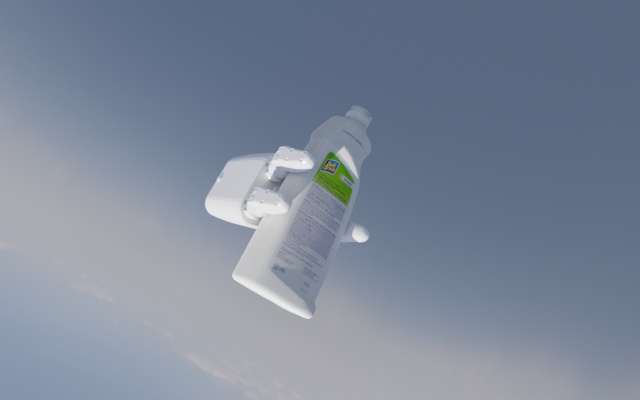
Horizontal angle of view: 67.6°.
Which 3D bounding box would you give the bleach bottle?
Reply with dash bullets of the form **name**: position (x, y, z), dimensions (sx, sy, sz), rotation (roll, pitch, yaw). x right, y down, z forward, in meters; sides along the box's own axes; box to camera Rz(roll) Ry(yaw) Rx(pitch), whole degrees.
- **bleach bottle**: position (0.000, 0.002, 0.562), dimensions (0.103, 0.250, 0.068), rotation (39, -20, -32)
